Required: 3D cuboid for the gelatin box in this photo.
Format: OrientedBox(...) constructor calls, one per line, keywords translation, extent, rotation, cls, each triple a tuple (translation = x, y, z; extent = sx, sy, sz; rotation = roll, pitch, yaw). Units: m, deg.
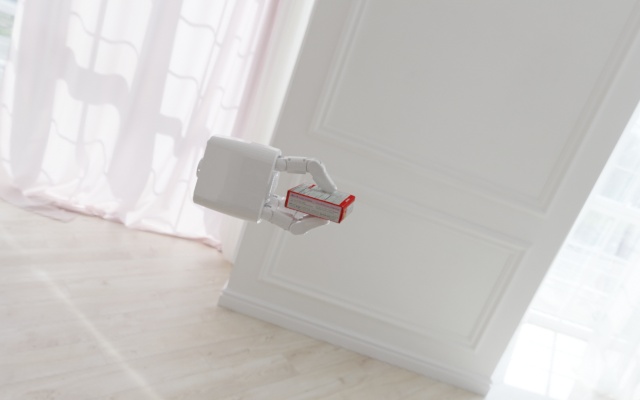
OrientedBox(translation=(0.001, 0.002, 0.716), extent=(0.089, 0.030, 0.073), rotation=(16, 16, 14), cls="gelatin box")
